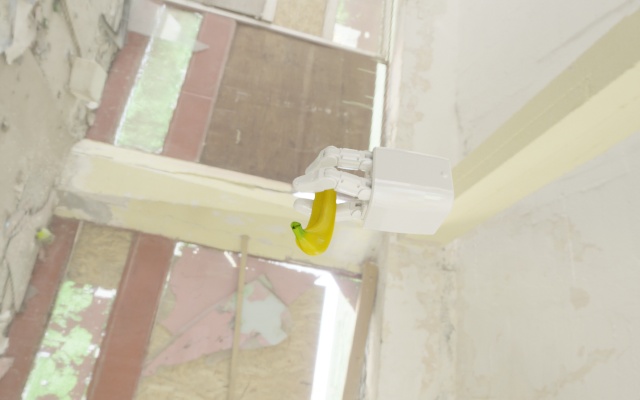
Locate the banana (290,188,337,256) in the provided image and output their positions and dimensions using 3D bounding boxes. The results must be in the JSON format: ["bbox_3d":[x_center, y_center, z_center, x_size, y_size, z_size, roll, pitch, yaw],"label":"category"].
[{"bbox_3d":[0.000,0.021,0.630,0.037,0.070,0.197,3,23,9],"label":"banana"}]
